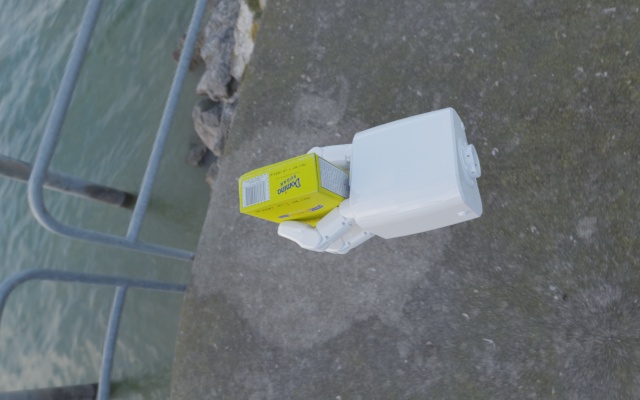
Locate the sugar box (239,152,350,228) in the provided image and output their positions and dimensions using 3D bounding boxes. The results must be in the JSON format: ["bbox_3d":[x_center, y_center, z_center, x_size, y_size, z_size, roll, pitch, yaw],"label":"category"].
[{"bbox_3d":[0.000,0.002,0.529,0.093,0.048,0.176,-14,-21,27],"label":"sugar box"}]
